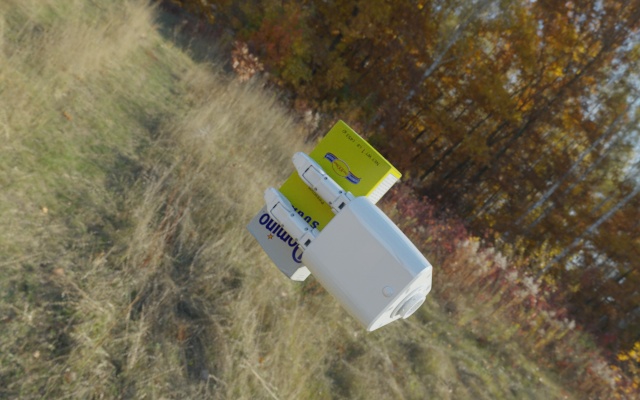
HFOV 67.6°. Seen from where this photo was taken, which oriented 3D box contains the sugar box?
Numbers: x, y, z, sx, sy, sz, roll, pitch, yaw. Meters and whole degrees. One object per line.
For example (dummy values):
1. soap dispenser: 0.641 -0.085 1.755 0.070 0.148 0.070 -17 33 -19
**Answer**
1. sugar box: 0.000 0.002 0.566 0.093 0.176 0.048 46 9 26
